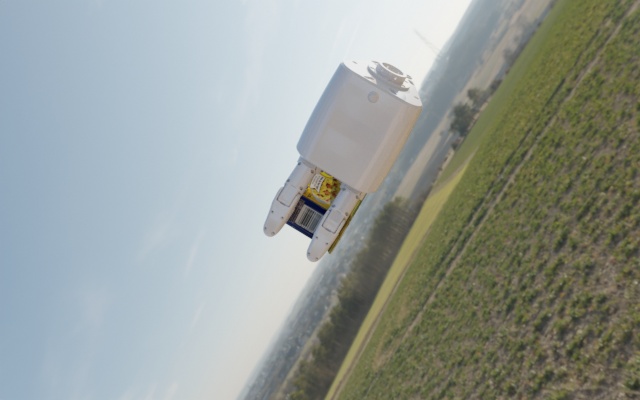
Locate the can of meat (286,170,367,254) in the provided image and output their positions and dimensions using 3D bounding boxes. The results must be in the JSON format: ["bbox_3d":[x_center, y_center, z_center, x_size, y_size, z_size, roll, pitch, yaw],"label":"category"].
[{"bbox_3d":[0.000,0.002,0.559,0.084,0.057,0.102,31,34,3],"label":"can of meat"}]
